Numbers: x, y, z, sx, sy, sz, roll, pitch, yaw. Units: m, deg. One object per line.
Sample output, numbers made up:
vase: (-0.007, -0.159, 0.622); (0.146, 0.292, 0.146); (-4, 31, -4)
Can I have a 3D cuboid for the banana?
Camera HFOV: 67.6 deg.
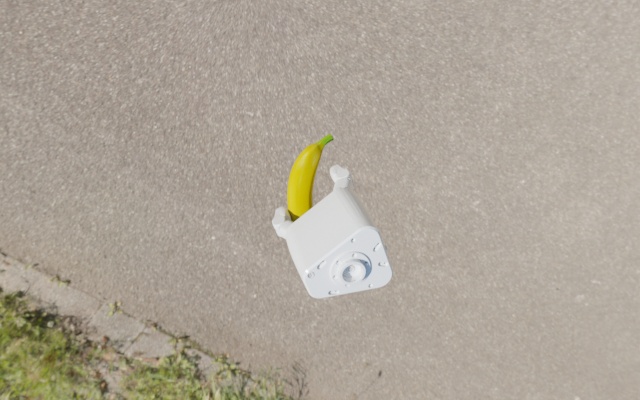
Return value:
banana: (-0.017, 0.000, 0.718); (0.069, 0.198, 0.037); (-4, 25, -19)
